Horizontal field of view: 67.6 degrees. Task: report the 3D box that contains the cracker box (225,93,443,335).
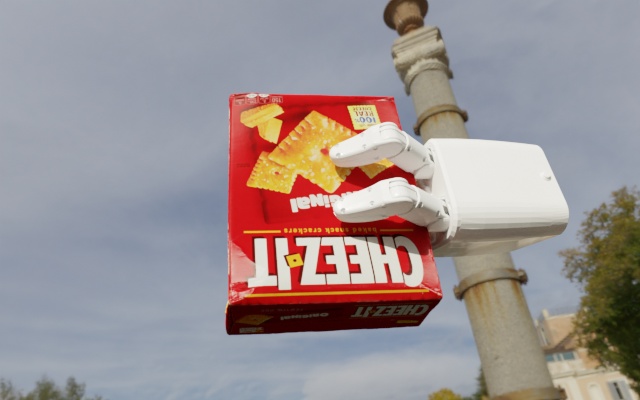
[{"bbox_3d":[0.000,0.001,0.424,0.164,0.213,0.072,0,-34,-10],"label":"cracker box"}]
